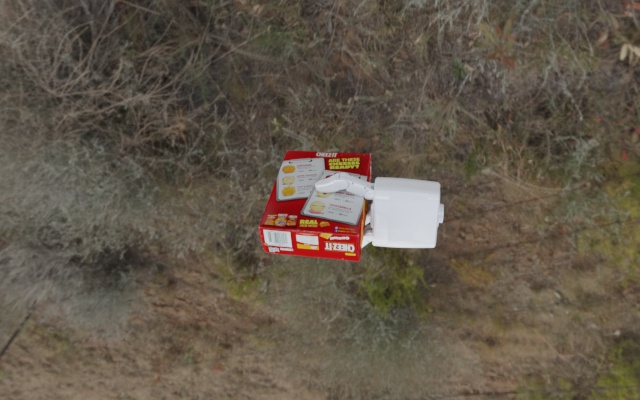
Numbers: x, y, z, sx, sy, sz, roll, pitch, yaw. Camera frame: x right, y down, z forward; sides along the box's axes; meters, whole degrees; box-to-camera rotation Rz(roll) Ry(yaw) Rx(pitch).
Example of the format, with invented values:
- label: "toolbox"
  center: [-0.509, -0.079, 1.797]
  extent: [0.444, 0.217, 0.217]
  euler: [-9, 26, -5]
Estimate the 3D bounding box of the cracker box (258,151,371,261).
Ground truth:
- label: "cracker box"
  center: [0.000, 0.003, 0.839]
  extent: [0.164, 0.072, 0.213]
  euler: [4, 42, 9]
